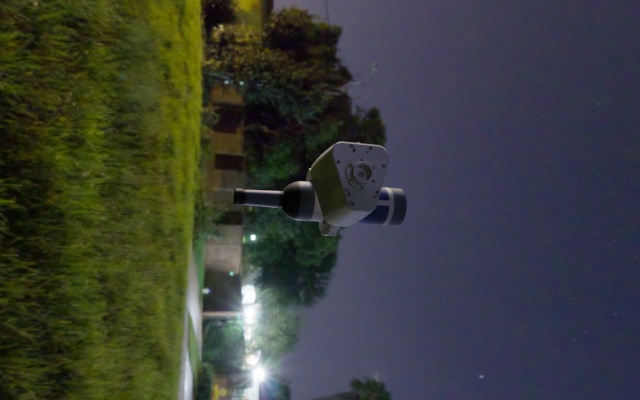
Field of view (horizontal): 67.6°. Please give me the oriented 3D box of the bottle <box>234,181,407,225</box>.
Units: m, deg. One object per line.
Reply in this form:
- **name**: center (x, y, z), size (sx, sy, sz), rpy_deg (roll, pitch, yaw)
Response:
- **bottle**: center (0.000, 0.003, 0.824), size (0.296, 0.069, 0.069), rpy_deg (4, -1, -15)
